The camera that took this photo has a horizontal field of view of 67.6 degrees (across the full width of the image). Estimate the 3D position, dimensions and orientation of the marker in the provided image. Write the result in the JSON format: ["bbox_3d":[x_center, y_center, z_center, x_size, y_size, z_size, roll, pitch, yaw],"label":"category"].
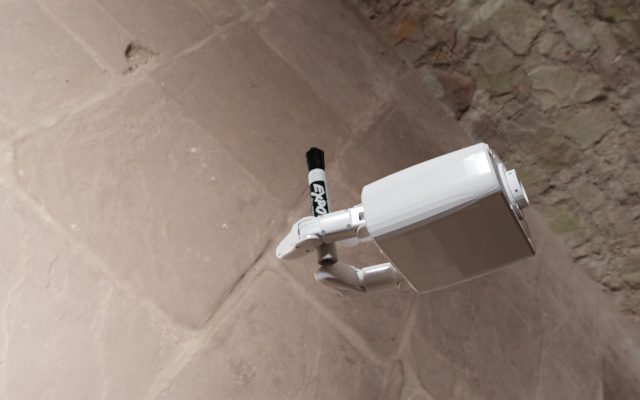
[{"bbox_3d":[0.000,0.001,0.444,0.020,0.121,0.020,-5,-30,-3],"label":"marker"}]
